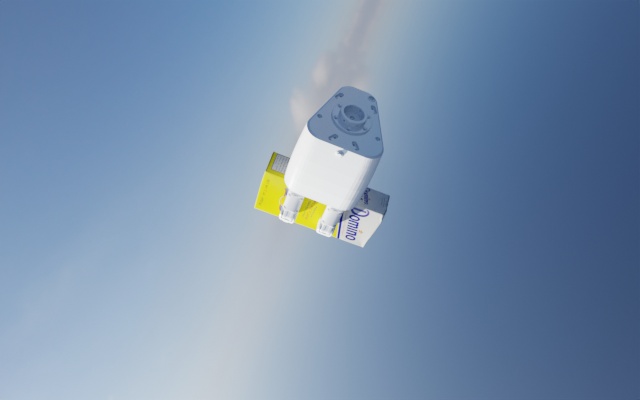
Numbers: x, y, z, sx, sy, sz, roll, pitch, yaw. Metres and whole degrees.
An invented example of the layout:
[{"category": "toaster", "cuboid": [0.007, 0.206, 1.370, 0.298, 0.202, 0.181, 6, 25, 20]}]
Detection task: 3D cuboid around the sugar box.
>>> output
[{"category": "sugar box", "cuboid": [0.000, 0.003, 0.688, 0.176, 0.048, 0.093, 22, -39, -3]}]
